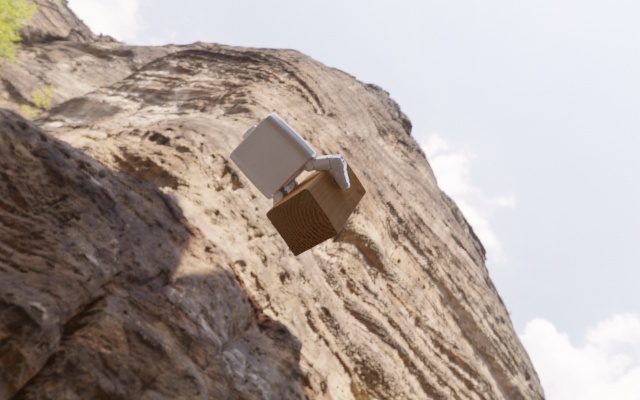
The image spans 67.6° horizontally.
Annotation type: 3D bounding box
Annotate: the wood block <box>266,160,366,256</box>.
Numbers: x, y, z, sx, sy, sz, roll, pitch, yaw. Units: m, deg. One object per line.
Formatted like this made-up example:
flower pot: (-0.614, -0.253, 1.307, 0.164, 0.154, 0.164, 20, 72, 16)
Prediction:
wood block: (0.000, 0.002, 0.843, 0.091, 0.090, 0.206, -31, 8, 26)
